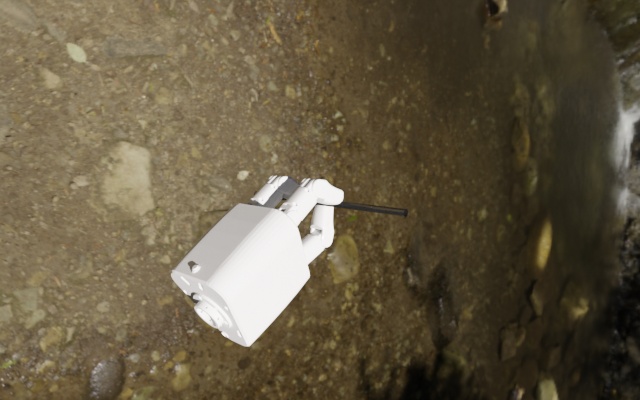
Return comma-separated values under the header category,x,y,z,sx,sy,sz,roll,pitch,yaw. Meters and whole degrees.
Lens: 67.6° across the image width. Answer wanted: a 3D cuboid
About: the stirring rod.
category,x,y,z,sx,sy,sz,roll,pitch,yaw
stirring rod,0.000,0.002,0.576,0.239,0.011,0.011,7,5,42
